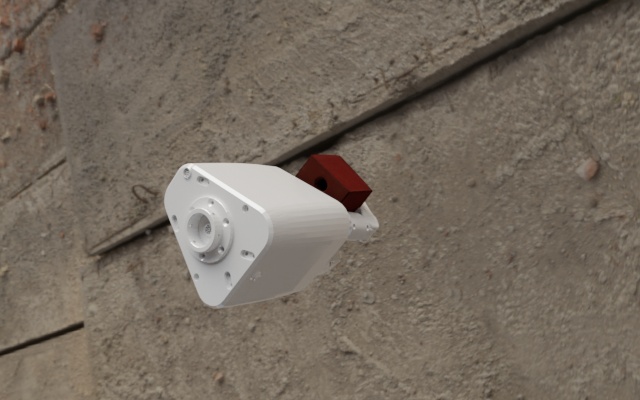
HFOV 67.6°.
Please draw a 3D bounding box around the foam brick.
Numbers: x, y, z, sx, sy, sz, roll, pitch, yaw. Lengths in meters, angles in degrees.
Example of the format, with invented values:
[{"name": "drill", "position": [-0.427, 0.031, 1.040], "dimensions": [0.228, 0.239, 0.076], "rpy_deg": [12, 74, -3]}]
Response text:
[{"name": "foam brick", "position": [0.000, 0.001, 0.455], "dimensions": [0.053, 0.078, 0.051], "rpy_deg": [47, 23, 21]}]
